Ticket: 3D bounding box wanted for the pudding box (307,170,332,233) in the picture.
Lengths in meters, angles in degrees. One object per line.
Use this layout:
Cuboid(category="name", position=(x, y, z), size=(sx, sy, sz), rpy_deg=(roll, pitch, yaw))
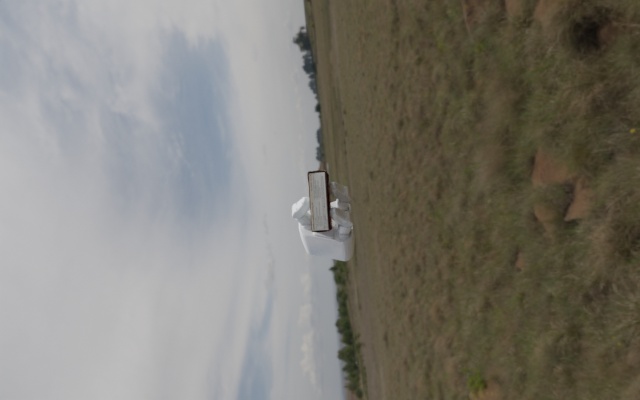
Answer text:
Cuboid(category="pudding box", position=(0.000, 0.003, 0.897), size=(0.039, 0.113, 0.090), rpy_deg=(-6, -2, 3))
